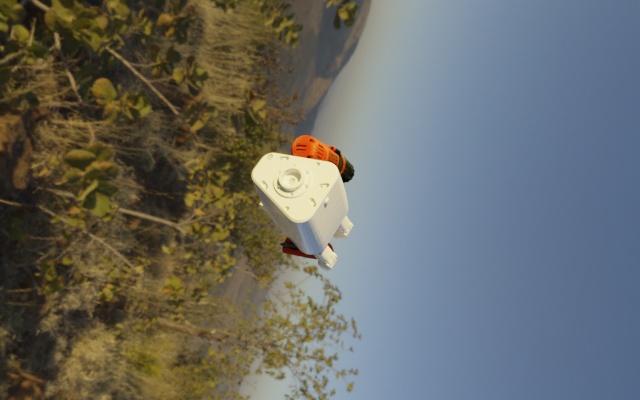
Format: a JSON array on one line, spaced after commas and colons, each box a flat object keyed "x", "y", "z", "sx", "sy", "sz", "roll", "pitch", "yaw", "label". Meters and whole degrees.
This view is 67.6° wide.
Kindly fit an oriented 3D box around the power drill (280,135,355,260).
[{"x": 0.000, "y": 0.003, "z": 0.784, "sx": 0.057, "sy": 0.187, "sz": 0.184, "roll": 3, "pitch": -9, "yaw": 28, "label": "power drill"}]
